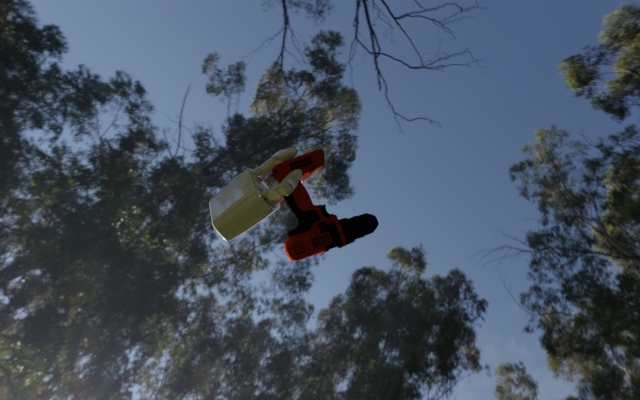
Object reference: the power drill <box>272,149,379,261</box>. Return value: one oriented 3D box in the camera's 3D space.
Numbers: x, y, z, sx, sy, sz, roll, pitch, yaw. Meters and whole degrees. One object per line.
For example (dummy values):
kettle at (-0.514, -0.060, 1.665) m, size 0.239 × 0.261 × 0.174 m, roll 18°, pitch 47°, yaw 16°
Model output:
power drill at (0.000, 0.003, 0.896) m, size 0.184 × 0.187 × 0.057 m, roll -19°, pitch -2°, yaw -10°
